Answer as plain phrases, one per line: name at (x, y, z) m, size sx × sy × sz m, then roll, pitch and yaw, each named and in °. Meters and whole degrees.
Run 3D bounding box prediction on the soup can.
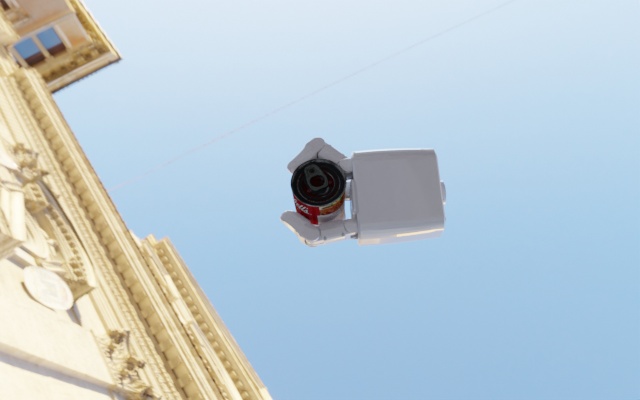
soup can at (0.000, 0.002, 0.617) m, size 0.068 × 0.068 × 0.102 m, roll 0°, pitch -29°, yaw 3°
